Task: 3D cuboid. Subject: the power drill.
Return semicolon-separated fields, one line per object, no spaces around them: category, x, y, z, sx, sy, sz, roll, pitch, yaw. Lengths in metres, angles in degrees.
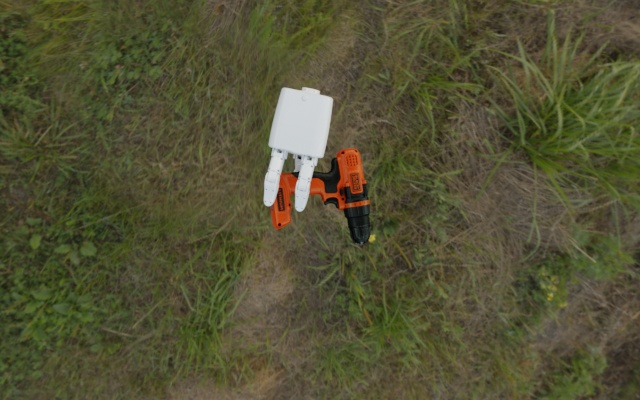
power drill;0.000;0.003;0.898;0.187;0.184;0.057;-9;-1;-14
